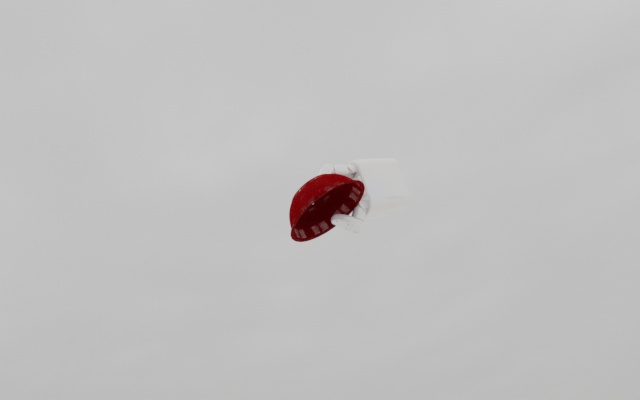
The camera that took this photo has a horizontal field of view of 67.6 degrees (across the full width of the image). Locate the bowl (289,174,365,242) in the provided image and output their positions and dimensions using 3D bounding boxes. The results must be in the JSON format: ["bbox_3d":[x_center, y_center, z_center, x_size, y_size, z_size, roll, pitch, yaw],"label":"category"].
[{"bbox_3d":[-0.001,0.003,0.862,0.162,0.055,0.162,-32,-24,-16],"label":"bowl"}]
